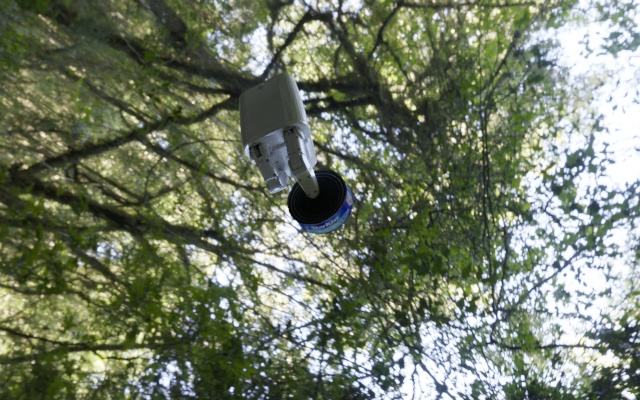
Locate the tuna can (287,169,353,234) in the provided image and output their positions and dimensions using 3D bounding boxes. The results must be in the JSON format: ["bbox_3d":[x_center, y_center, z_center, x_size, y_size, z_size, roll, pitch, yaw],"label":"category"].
[{"bbox_3d":[0.000,0.002,0.646,0.086,0.086,0.034,0,-30,26],"label":"tuna can"}]
